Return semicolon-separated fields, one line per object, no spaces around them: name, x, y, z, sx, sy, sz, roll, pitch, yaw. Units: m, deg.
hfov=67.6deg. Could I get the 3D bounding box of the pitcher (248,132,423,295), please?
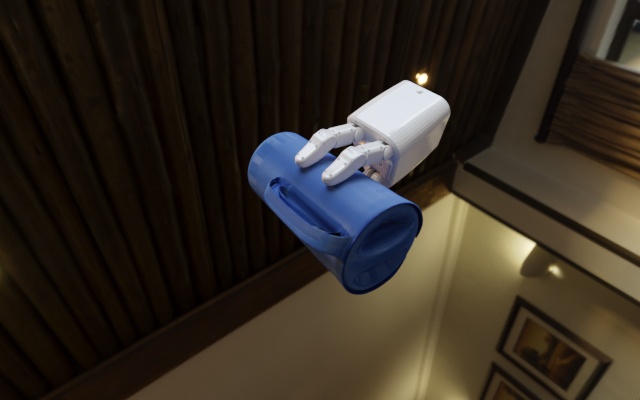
pitcher;0.000;0.002;0.635;0.145;0.149;0.242;-38;50;-17
